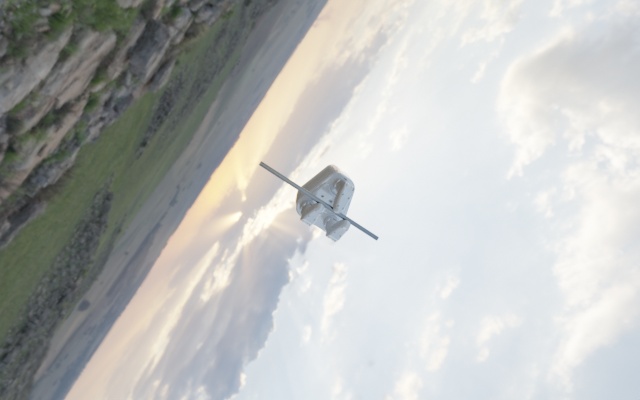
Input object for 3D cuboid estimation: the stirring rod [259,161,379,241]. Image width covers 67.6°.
[{"bbox_3d":[0.000,0.003,0.804,0.239,0.011,0.011,33,-8,-12],"label":"stirring rod"}]
